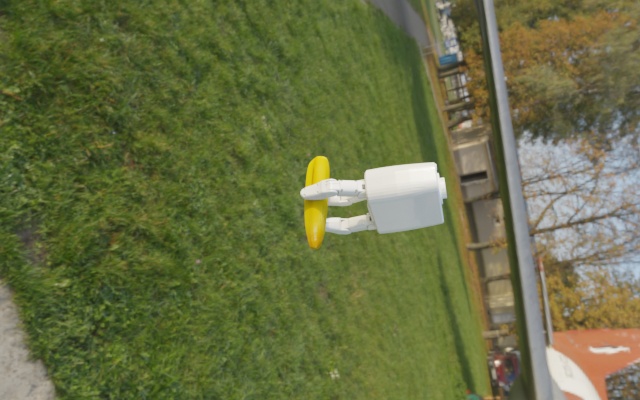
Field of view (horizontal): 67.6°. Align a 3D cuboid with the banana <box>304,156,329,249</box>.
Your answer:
[{"bbox_3d":[-0.003,-0.013,0.780,0.037,0.070,0.197,-5,42,10],"label":"banana"}]
